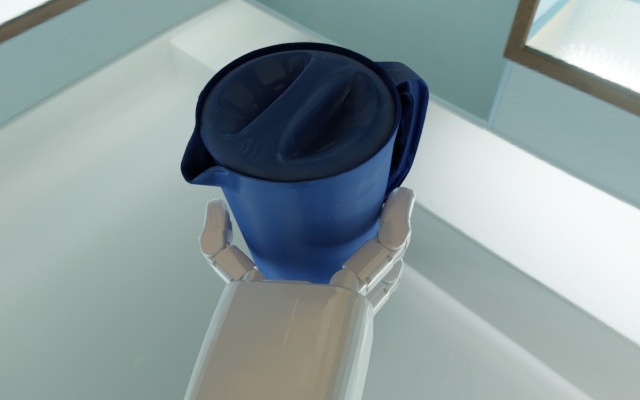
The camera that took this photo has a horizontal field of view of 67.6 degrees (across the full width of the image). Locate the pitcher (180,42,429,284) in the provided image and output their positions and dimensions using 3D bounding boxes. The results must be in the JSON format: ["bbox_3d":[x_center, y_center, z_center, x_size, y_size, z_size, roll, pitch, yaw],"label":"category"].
[{"bbox_3d":[0.000,0.001,0.400,0.149,0.145,0.243,9,-35,10],"label":"pitcher"}]
